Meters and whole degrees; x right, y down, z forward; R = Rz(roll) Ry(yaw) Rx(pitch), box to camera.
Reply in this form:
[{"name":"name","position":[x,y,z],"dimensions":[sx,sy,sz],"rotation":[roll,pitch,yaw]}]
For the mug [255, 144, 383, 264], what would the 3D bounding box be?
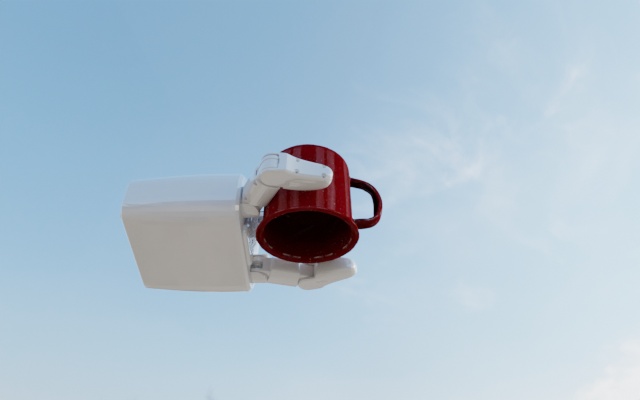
[{"name":"mug","position":[0.002,0.001,0.451],"dimensions":[0.117,0.081,0.093],"rotation":[-1,-37,1]}]
